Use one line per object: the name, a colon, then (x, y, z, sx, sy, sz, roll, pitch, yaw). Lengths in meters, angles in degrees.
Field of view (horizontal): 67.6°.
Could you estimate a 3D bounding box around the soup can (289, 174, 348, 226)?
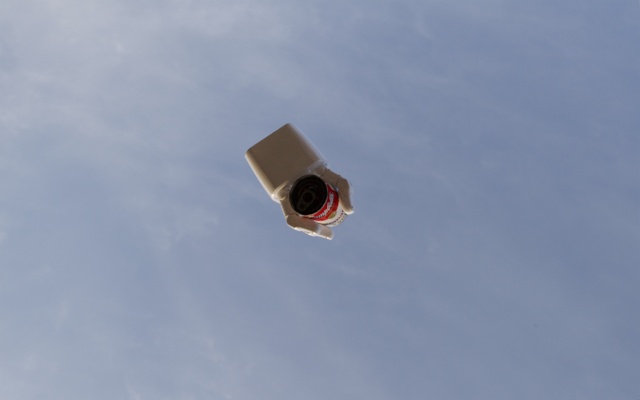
soup can: (0.001, 0.003, 0.801, 0.068, 0.068, 0.102, 0, -13, 24)
